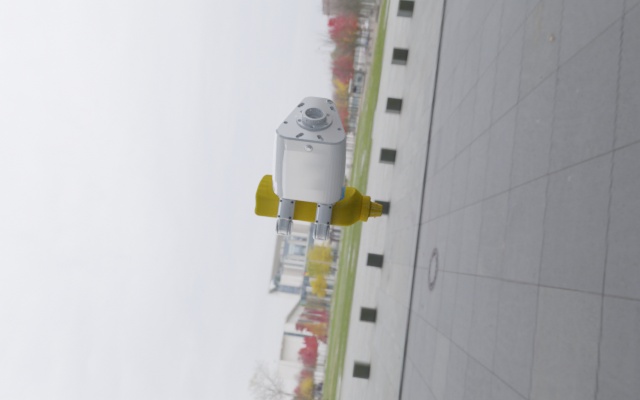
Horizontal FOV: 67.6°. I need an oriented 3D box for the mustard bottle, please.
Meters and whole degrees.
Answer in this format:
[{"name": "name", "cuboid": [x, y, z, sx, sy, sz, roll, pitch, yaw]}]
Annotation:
[{"name": "mustard bottle", "cuboid": [0.000, 0.003, 0.738, 0.191, 0.058, 0.096, 8, 20, 2]}]
